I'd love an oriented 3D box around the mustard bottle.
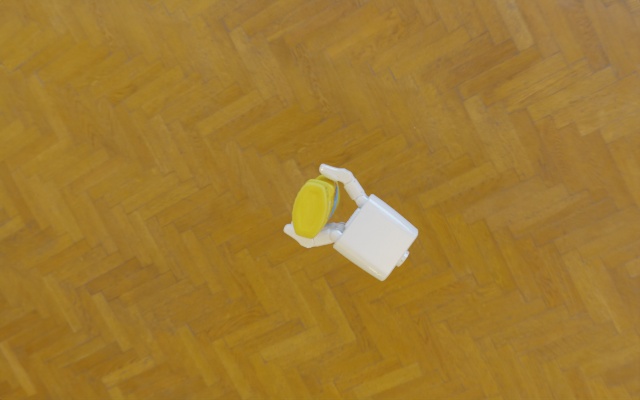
[{"bbox_3d":[0.000,0.003,0.863,0.058,0.096,0.191,13,11,9],"label":"mustard bottle"}]
